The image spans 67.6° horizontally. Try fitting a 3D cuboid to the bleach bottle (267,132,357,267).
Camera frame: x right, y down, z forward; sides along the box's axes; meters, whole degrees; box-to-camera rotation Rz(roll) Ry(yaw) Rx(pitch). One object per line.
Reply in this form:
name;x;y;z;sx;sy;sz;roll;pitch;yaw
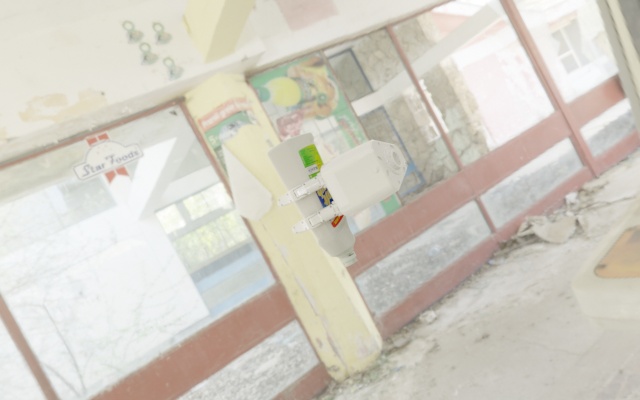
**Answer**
bleach bottle;0.000;0.003;0.879;0.068;0.251;0.102;-28;1;33
